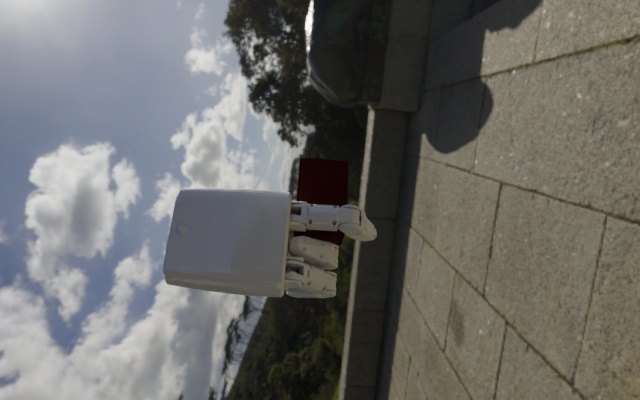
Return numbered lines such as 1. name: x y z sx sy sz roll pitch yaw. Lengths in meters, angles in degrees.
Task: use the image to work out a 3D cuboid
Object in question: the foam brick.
1. foam brick: 0.000 0.001 0.496 0.051 0.078 0.053 4 -23 -2
